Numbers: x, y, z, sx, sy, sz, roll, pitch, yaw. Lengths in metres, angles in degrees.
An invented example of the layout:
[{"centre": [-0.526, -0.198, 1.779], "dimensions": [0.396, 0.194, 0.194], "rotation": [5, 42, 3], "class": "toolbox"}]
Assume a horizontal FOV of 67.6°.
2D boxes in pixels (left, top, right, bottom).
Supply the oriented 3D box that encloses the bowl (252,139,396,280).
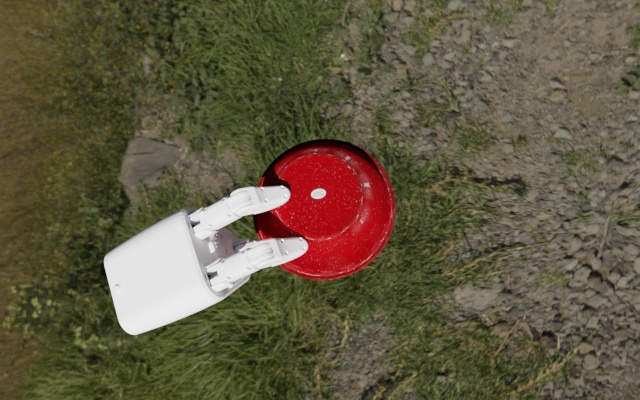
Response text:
[{"centre": [0.001, 0.001, 0.509], "dimensions": [0.162, 0.162, 0.055], "rotation": [0, -13, 6], "class": "bowl"}]
